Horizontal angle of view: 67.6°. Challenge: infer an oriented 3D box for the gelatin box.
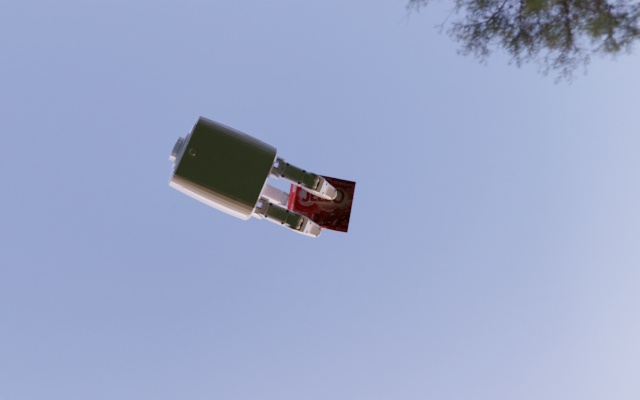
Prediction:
[{"bbox_3d":[0.000,0.002,0.658,0.089,0.073,0.030,10,-2,-24],"label":"gelatin box"}]
